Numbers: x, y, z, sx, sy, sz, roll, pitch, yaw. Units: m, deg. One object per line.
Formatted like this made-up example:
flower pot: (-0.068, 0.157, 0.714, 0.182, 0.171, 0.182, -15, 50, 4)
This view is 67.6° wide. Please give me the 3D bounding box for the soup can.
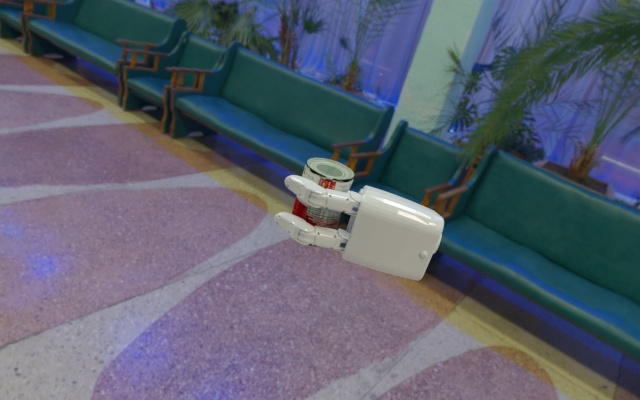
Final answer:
soup can: (0.000, 0.002, 0.644, 0.068, 0.102, 0.068, 14, 24, -7)
